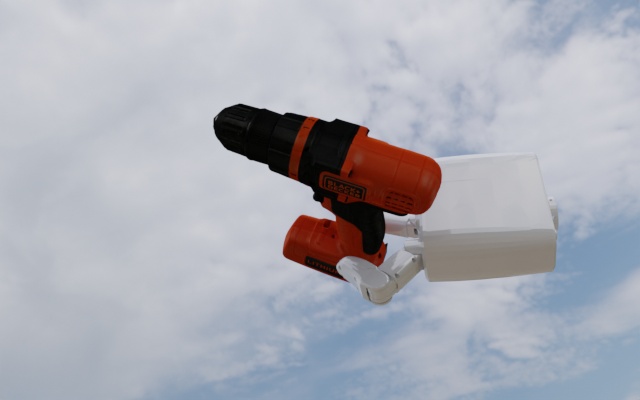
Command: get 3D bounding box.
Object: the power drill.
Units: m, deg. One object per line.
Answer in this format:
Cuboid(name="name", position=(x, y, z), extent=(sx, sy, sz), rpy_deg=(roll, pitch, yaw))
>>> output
Cuboid(name="power drill", position=(0.000, 0.002, 0.428), extent=(0.184, 0.057, 0.188), rpy_deg=(20, -29, 11))
